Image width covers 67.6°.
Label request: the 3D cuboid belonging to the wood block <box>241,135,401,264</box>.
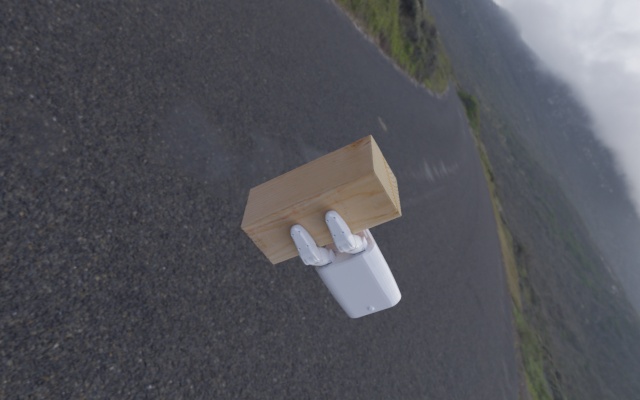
[{"bbox_3d":[0.000,0.002,0.687,0.206,0.090,0.090,-23,34,20],"label":"wood block"}]
